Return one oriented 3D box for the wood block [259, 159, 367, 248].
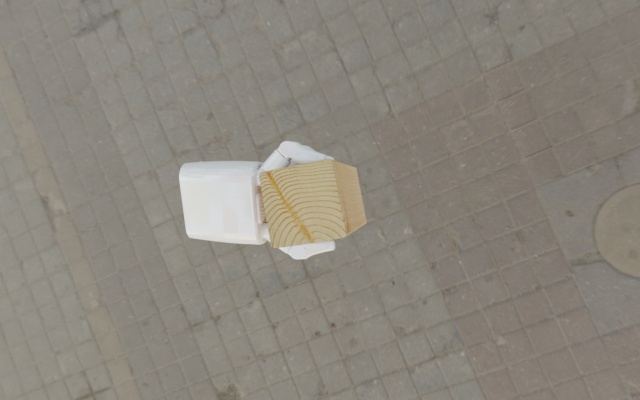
[{"bbox_3d":[0.000,0.002,0.633,0.090,0.091,0.206,-10,0,12],"label":"wood block"}]
